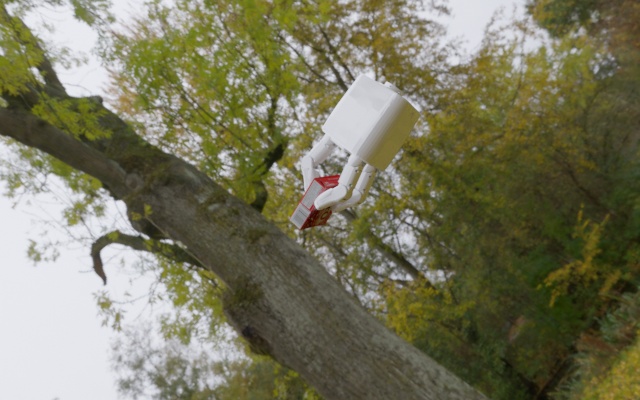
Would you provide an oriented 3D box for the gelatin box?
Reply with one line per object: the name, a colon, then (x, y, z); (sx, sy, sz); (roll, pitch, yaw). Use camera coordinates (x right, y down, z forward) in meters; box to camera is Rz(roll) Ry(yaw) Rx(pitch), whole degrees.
gelatin box: (0.000, 0.002, 0.768); (0.030, 0.089, 0.073); (43, 26, 23)
